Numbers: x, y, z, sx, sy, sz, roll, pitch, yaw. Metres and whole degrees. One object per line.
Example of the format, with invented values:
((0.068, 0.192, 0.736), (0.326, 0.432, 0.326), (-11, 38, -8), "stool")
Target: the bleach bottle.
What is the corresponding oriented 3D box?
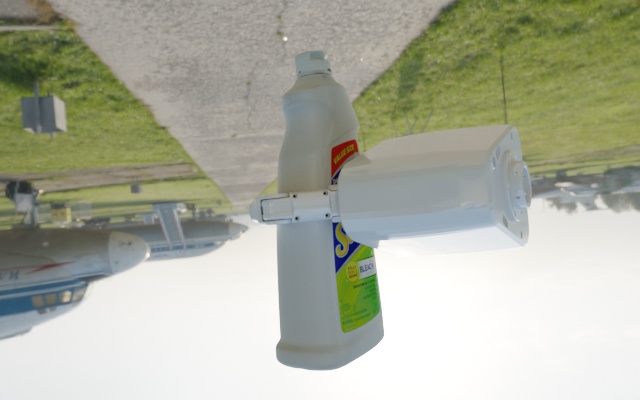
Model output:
((0.000, 0.001, 0.401), (0.068, 0.251, 0.102), (-6, 0, 34), "bleach bottle")
